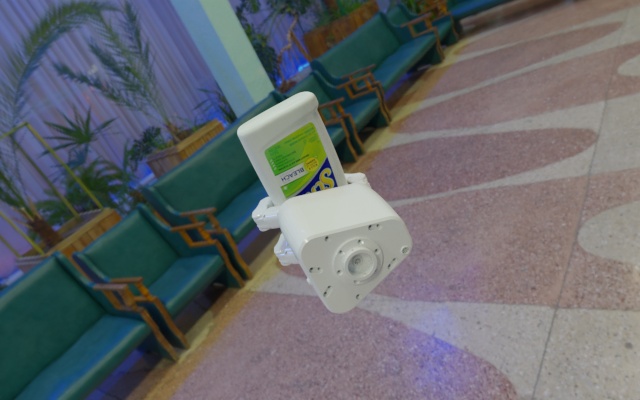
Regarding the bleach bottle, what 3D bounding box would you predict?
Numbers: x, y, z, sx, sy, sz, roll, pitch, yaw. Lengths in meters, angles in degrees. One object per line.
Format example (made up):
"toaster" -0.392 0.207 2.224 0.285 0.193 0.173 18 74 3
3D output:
"bleach bottle" 0.000 0.002 0.589 0.102 0.251 0.068 -30 22 -5
